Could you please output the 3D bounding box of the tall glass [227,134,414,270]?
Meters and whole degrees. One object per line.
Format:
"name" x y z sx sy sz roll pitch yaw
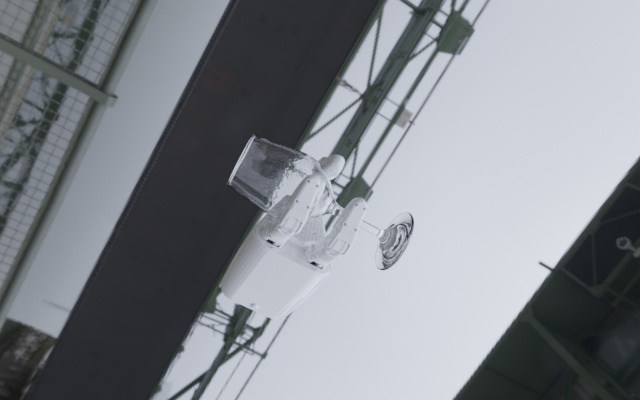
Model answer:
"tall glass" 0.001 0.002 0.529 0.201 0.079 0.079 28 -7 -14
